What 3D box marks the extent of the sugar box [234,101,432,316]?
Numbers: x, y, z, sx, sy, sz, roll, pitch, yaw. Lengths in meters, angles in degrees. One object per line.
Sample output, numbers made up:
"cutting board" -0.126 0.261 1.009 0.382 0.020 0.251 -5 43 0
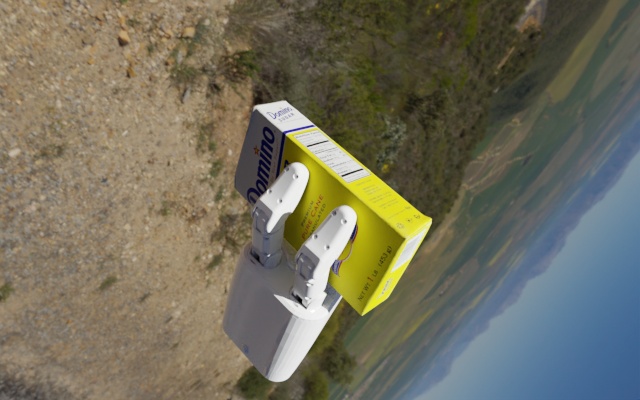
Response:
"sugar box" 0.000 0.002 0.405 0.176 0.093 0.048 40 39 23
